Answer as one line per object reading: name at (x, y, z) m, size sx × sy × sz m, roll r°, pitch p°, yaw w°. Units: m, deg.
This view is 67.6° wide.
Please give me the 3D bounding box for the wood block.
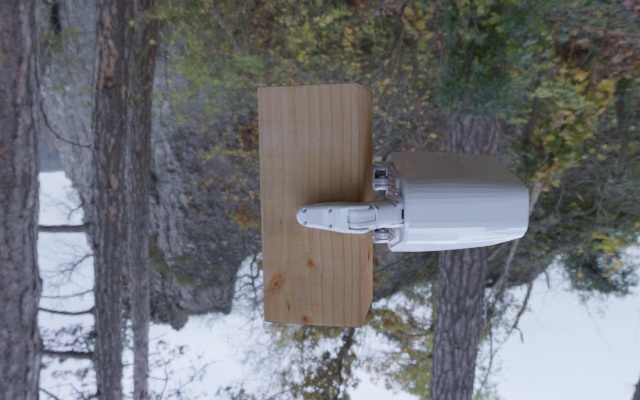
wood block at (0.000, 0.002, 0.445) m, size 0.090 × 0.206 × 0.091 m, roll 1°, pitch 7°, yaw 13°
